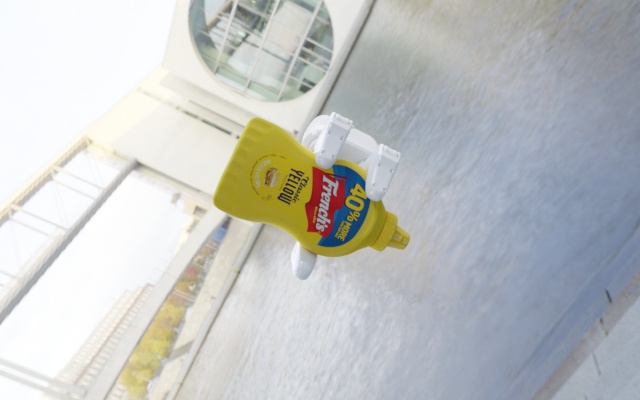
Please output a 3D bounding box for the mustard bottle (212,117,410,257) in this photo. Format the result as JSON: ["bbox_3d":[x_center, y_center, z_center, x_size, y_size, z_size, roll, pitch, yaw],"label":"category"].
[{"bbox_3d":[0.000,0.001,0.468,0.191,0.096,0.058,25,-4,-7],"label":"mustard bottle"}]
